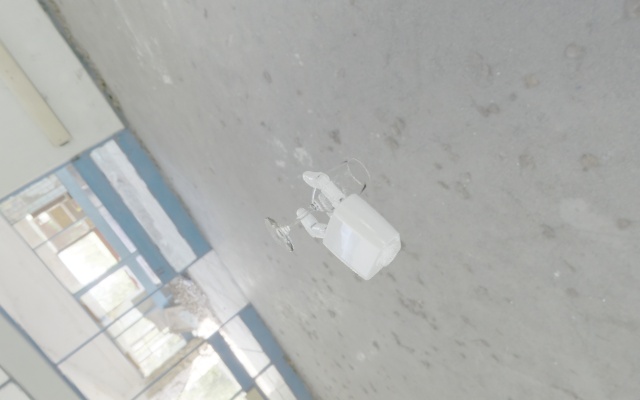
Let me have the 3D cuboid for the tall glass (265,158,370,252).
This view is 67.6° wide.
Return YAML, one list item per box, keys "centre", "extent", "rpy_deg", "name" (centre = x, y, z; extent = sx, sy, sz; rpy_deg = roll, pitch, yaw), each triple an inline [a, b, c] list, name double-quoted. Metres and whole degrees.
- centre: [0.000, 0.003, 0.863]
  extent: [0.201, 0.079, 0.079]
  rpy_deg: [-39, 17, -23]
  name: "tall glass"
